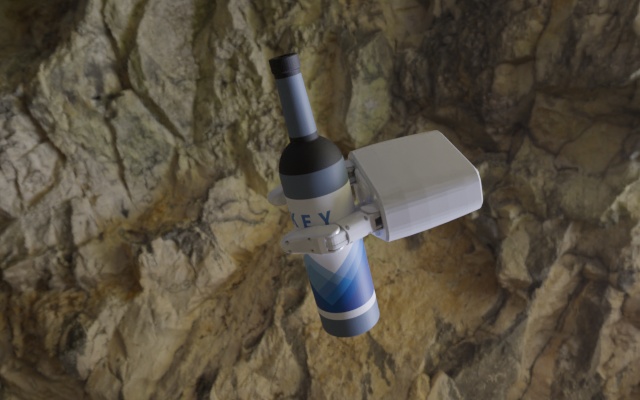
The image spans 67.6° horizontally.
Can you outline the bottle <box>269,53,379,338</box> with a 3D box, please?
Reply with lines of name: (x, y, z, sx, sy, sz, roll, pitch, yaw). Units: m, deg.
bottle: (0.000, 0.002, 0.487, 0.069, 0.296, 0.069, -12, 22, 5)
